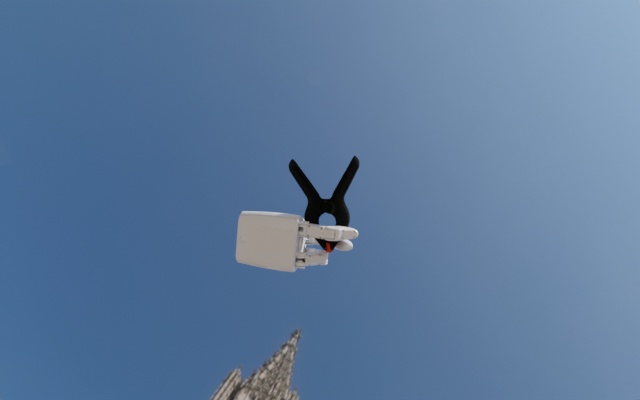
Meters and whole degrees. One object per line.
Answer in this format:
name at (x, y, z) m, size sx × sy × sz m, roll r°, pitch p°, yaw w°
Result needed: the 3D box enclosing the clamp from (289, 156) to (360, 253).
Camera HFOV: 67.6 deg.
clamp at (0.000, 0.003, 0.829) m, size 0.120 × 0.171 × 0.039 m, roll 7°, pitch 7°, yaw 8°
